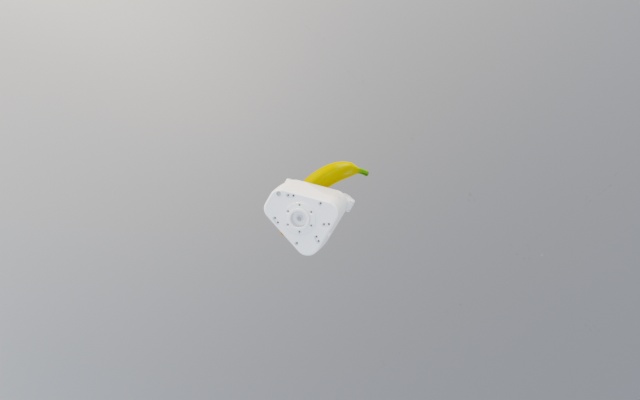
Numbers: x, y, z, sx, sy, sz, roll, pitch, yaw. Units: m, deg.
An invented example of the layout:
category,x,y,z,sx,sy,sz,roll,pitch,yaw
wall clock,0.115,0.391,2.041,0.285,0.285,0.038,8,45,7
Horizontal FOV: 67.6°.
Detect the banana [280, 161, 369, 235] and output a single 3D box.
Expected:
category,x,y,z,sx,sy,sz,roll,pitch,yaw
banana,-0.008,-0.013,0.859,0.198,0.070,0.037,-36,21,6
